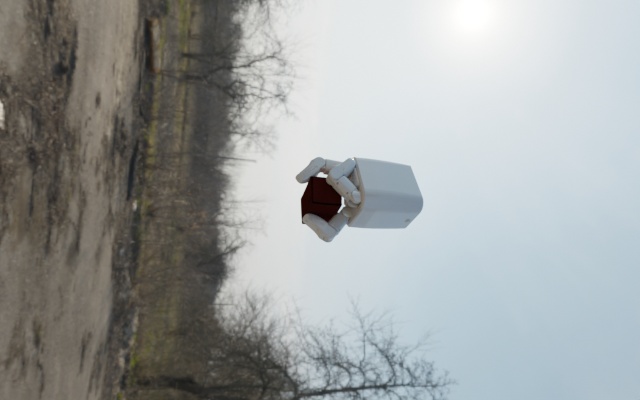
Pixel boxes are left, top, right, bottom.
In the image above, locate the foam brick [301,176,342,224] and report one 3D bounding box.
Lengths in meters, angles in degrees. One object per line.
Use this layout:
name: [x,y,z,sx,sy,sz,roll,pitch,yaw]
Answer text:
foam brick: [0.000,0.003,0.797,0.051,0.053,0.078,5,-29,-14]
